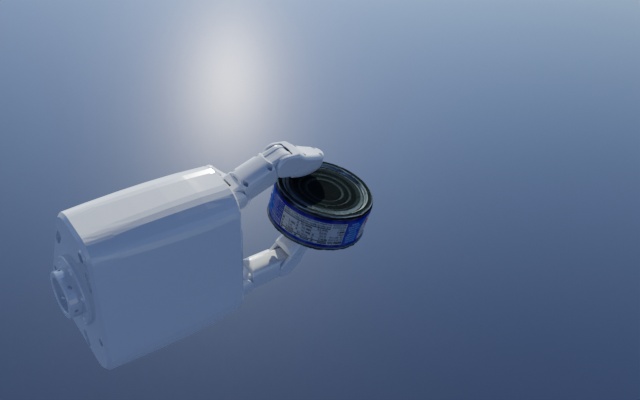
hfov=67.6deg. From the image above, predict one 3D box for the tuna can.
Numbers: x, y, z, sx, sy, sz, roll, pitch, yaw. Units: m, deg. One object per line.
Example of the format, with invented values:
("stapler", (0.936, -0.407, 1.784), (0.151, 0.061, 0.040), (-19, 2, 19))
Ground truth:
("tuna can", (0.000, 0.001, 0.403), (0.086, 0.034, 0.086), (12, 34, -8))
